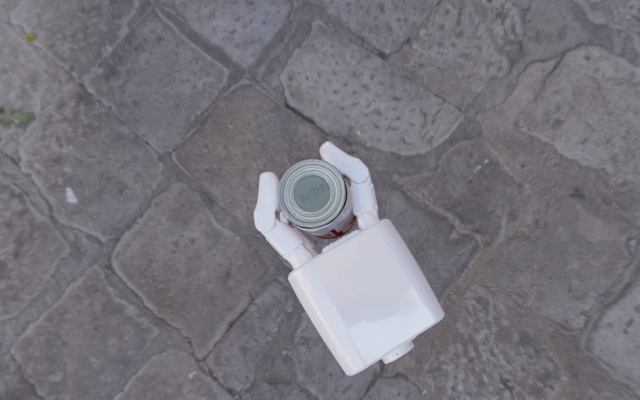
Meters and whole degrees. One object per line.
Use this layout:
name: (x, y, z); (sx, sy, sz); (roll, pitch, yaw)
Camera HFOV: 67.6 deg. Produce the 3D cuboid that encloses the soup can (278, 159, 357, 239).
soup can: (0.000, 0.001, 0.488); (0.068, 0.068, 0.102); (0, -9, 10)
